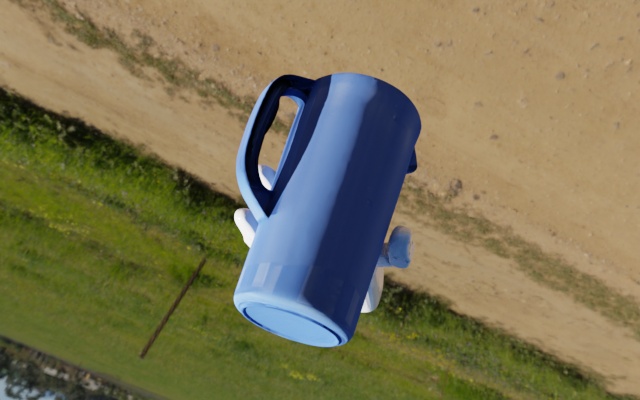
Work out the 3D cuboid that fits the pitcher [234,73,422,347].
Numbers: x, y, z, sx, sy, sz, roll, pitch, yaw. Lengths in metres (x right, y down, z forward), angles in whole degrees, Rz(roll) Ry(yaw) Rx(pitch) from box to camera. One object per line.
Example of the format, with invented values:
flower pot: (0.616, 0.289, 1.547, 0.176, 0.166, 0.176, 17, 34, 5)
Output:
pitcher: (0.000, 0.002, 0.457, 0.149, 0.242, 0.145, 10, -30, 17)
